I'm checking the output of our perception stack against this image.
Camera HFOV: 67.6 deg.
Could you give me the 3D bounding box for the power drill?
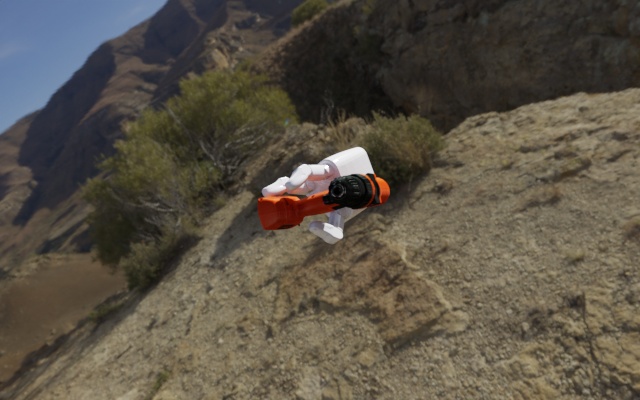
[{"bbox_3d":[0.000,0.002,0.740,0.187,0.057,0.184,-13,-6,24],"label":"power drill"}]
